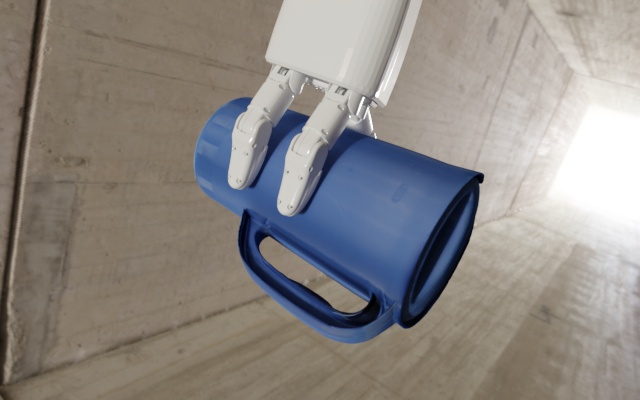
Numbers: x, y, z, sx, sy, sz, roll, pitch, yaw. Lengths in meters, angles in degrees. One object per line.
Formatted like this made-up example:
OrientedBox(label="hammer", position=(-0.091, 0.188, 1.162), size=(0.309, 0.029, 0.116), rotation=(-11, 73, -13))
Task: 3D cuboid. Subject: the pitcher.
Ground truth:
OrientedBox(label="pitcher", position=(0.000, 0.001, 0.414), size=(0.242, 0.145, 0.149), rotation=(26, 14, 28))
